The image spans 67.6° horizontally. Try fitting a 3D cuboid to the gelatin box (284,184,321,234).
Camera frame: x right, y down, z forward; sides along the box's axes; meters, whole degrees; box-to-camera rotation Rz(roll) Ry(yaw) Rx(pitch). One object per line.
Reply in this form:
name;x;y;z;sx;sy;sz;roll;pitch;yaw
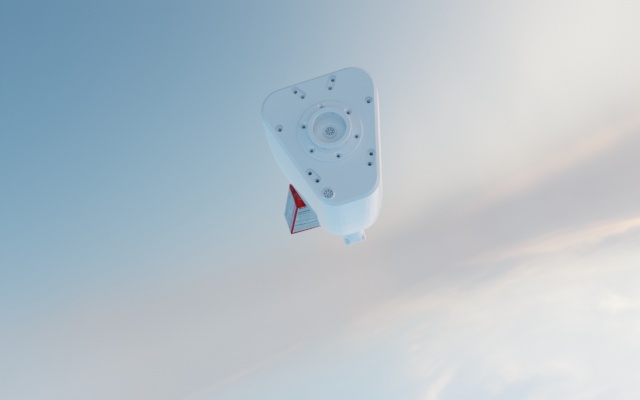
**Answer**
gelatin box;0.000;0.002;0.529;0.073;0.030;0.089;-16;-21;-13
